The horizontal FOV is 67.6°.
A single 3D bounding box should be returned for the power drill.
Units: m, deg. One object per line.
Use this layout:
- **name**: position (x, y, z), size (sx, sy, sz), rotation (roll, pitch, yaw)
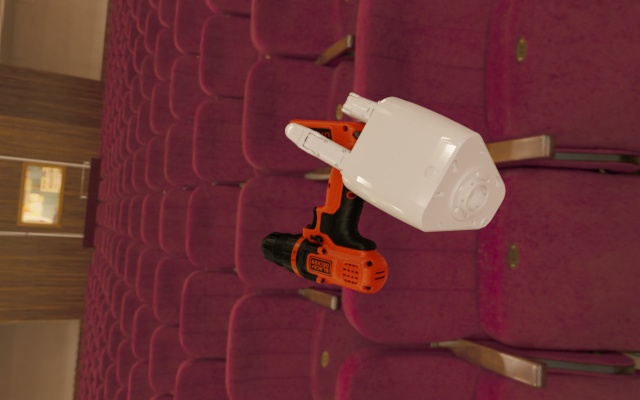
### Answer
- **power drill**: position (0.000, 0.001, 0.556), size (0.184, 0.188, 0.057), rotation (9, 11, 40)
